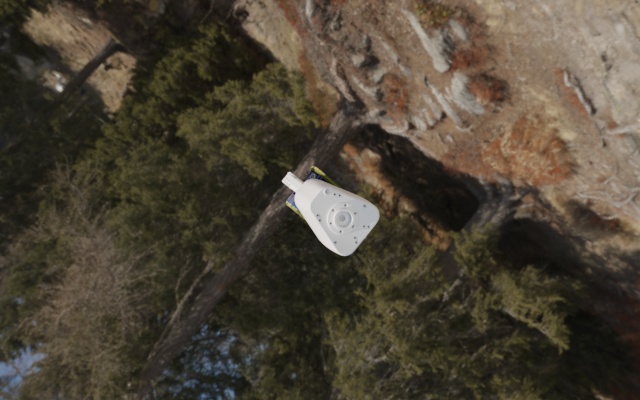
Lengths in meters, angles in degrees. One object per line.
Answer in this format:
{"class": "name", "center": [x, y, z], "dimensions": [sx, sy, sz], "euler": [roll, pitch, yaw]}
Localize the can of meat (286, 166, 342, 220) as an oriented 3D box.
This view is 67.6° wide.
{"class": "can of meat", "center": [0.000, 0.003, 0.860], "dimensions": [0.102, 0.084, 0.057], "euler": [40, -3, -18]}
